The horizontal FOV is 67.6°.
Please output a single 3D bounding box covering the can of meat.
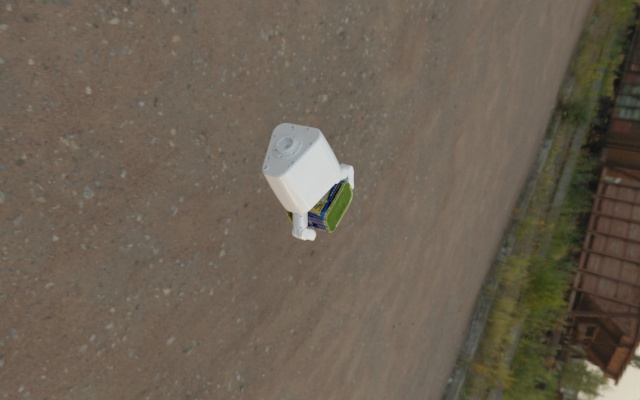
[{"bbox_3d":[0.000,0.003,0.866,0.084,0.102,0.057,15,-30,30],"label":"can of meat"}]
